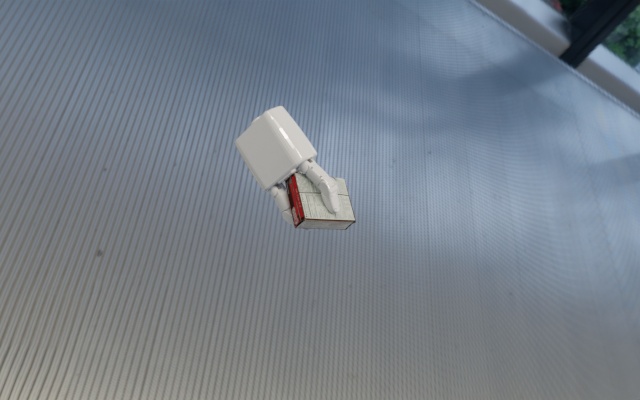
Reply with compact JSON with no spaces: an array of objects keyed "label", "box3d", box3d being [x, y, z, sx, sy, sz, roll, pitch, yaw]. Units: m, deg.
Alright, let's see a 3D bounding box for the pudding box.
[{"label":"pudding box","box3d":[0.000,0.003,0.827,0.113,0.090,0.039,3,-28,-34]}]
